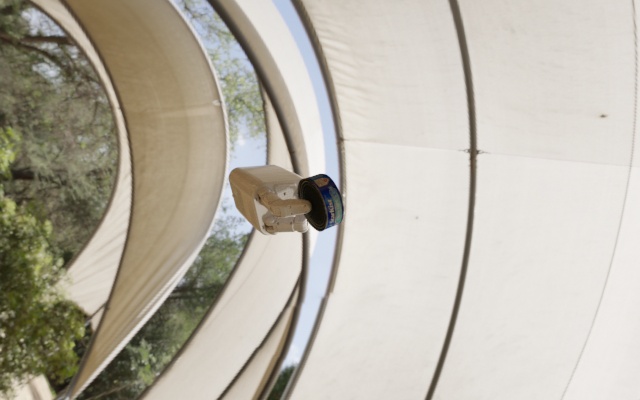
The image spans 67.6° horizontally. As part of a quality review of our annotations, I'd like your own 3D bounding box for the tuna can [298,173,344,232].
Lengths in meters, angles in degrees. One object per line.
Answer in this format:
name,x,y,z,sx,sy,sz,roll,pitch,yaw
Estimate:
tuna can,0.001,0.002,0.732,0.034,0.086,0.086,-20,9,-25
